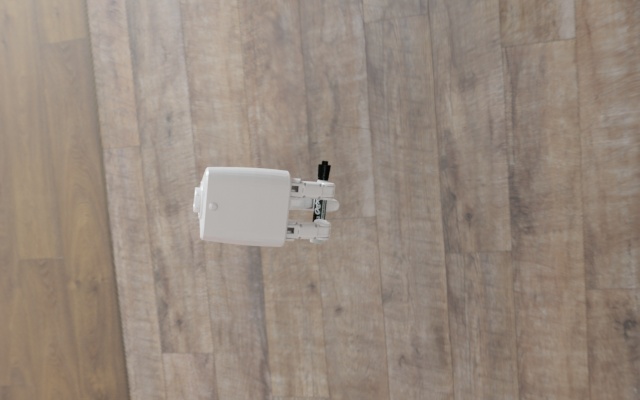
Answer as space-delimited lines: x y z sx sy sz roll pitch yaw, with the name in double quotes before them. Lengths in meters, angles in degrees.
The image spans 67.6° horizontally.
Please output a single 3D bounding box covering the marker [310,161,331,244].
"marker" 0.000 0.002 0.698 0.020 0.121 0.020 6 6 -1
